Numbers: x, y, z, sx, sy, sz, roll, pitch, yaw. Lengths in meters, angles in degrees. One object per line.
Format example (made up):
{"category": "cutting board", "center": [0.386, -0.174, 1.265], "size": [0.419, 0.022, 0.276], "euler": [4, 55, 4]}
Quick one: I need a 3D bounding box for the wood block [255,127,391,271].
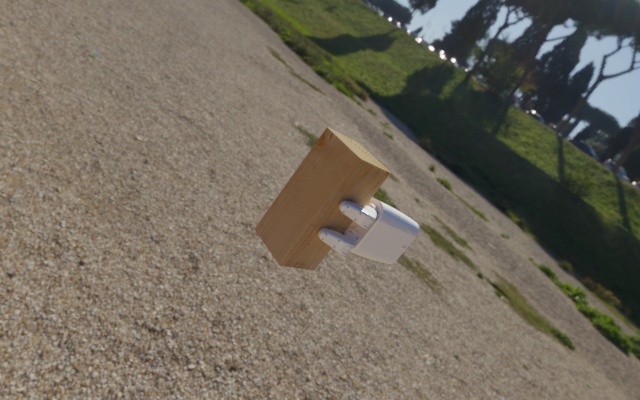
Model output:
{"category": "wood block", "center": [0.000, 0.002, 0.755], "size": [0.090, 0.206, 0.090], "euler": [17, 25, -49]}
